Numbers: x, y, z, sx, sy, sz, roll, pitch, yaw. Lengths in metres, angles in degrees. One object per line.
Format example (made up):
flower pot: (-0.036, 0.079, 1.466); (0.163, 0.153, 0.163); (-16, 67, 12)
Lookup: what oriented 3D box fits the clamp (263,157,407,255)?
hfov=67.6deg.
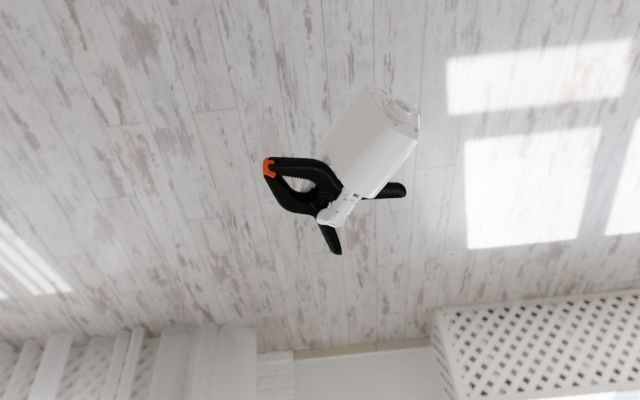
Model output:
clamp: (0.000, 0.002, 0.708); (0.210, 0.165, 0.036); (22, 34, -23)
